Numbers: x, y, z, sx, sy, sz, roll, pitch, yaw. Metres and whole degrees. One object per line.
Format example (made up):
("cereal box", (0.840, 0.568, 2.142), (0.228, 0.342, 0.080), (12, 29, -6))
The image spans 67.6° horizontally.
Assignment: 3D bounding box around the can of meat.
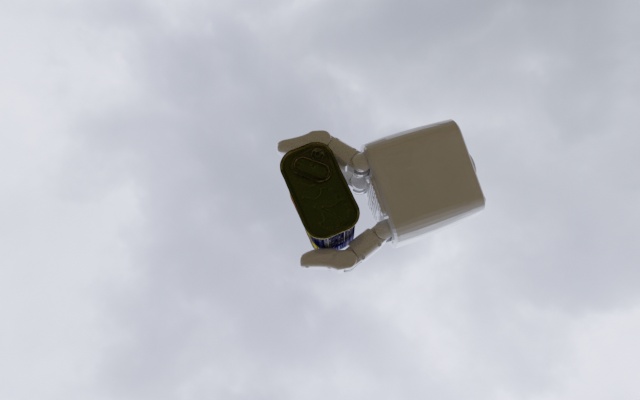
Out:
("can of meat", (0.000, 0.002, 0.515), (0.057, 0.102, 0.084), (-23, -19, -5))
